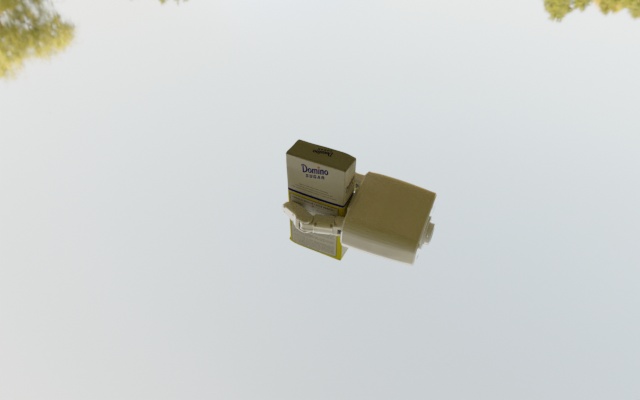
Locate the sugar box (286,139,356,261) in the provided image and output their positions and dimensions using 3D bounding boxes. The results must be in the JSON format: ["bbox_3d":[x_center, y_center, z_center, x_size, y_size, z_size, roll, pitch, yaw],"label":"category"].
[{"bbox_3d":[0.000,0.002,0.701,0.093,0.176,0.048,19,43,19],"label":"sugar box"}]
